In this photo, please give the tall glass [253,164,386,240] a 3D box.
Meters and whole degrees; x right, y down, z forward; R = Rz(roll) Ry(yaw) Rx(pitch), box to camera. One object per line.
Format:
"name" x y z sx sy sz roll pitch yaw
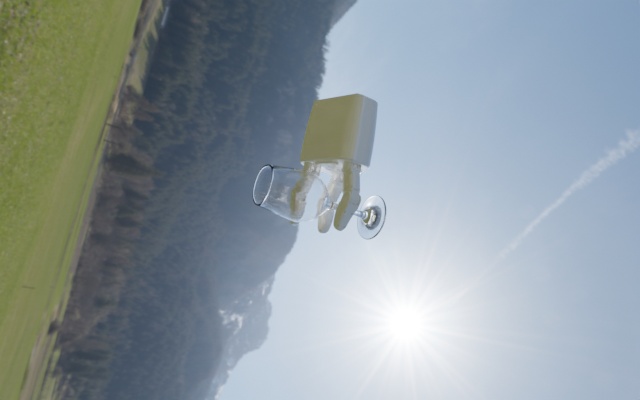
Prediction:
"tall glass" 0.001 0.003 0.728 0.201 0.079 0.079 16 -8 -29
